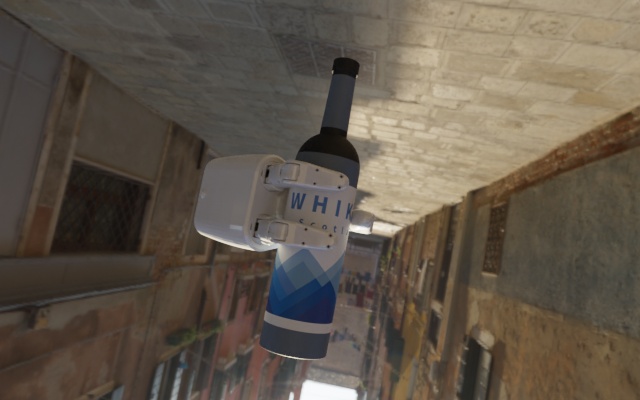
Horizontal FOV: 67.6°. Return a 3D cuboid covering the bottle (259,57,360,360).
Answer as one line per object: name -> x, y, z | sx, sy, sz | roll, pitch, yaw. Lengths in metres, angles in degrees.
bottle -> 0.000, 0.002, 0.479 | 0.069, 0.295, 0.069 | 11, -5, 1
